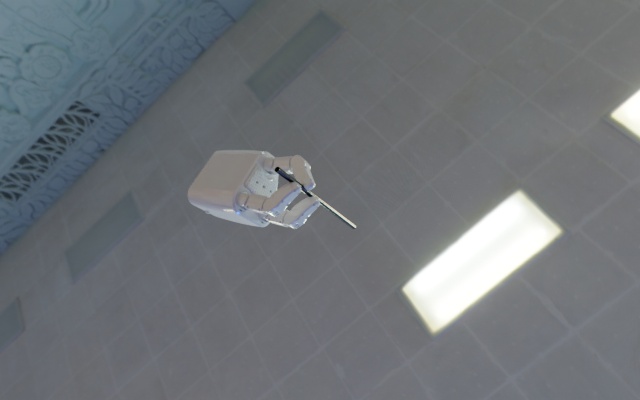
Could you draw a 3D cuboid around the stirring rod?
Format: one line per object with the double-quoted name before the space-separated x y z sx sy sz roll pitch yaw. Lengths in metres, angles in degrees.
"stirring rod" 0.000 0.002 0.731 0.011 0.011 0.240 0 -21 31
